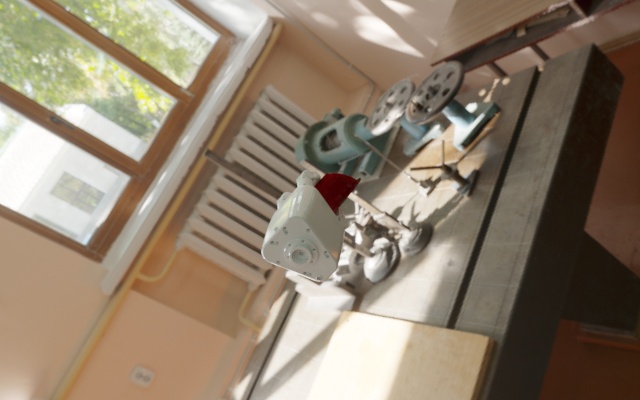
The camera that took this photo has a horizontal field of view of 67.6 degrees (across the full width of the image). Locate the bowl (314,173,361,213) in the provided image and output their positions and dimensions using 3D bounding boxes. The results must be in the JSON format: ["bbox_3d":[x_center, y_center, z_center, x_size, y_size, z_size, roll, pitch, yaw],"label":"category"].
[{"bbox_3d":[0.000,0.002,0.867,0.055,0.162,0.162,42,-1,-1],"label":"bowl"}]
